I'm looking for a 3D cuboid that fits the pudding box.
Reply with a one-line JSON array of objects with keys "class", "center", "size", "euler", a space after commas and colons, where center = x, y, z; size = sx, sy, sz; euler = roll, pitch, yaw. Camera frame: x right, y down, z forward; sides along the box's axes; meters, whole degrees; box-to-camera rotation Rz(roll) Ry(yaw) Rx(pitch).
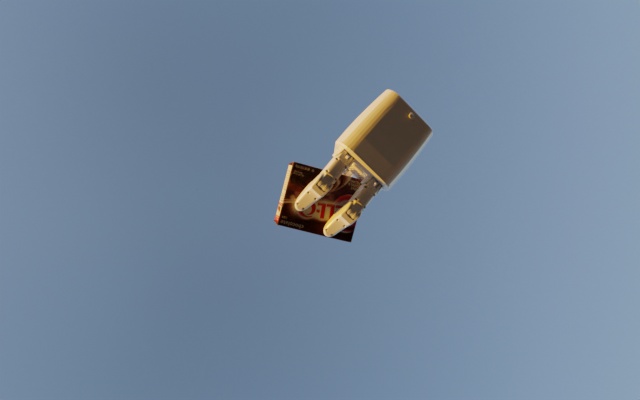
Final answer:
[{"class": "pudding box", "center": [0.000, 0.002, 0.671], "size": [0.113, 0.090, 0.039], "euler": [14, 1, -13]}]
